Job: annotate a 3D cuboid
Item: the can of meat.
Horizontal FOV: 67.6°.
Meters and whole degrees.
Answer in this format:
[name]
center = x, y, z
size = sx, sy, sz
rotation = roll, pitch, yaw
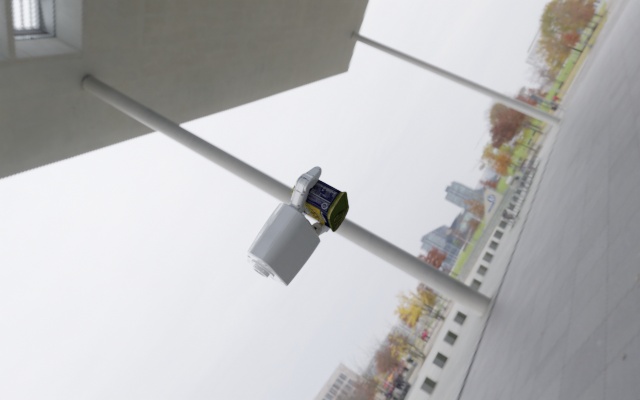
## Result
[can of meat]
center = 0.000, 0.003, 0.857
size = 0.084, 0.057, 0.102
rotation = 29, -16, 18
